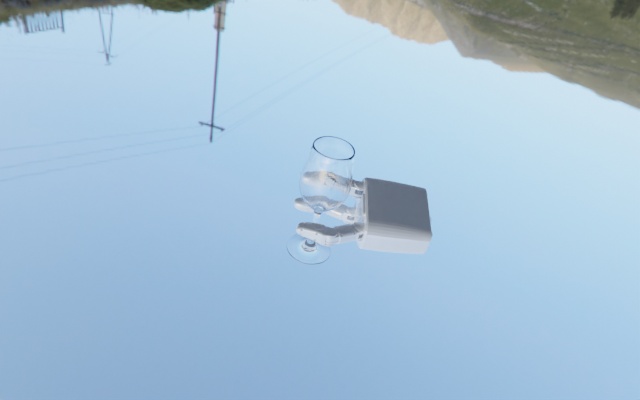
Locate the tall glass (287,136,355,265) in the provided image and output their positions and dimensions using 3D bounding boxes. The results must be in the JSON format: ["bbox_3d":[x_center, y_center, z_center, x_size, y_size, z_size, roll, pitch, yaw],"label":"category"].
[{"bbox_3d":[0.000,0.003,0.732,0.079,0.201,0.079,9,37,-7],"label":"tall glass"}]
